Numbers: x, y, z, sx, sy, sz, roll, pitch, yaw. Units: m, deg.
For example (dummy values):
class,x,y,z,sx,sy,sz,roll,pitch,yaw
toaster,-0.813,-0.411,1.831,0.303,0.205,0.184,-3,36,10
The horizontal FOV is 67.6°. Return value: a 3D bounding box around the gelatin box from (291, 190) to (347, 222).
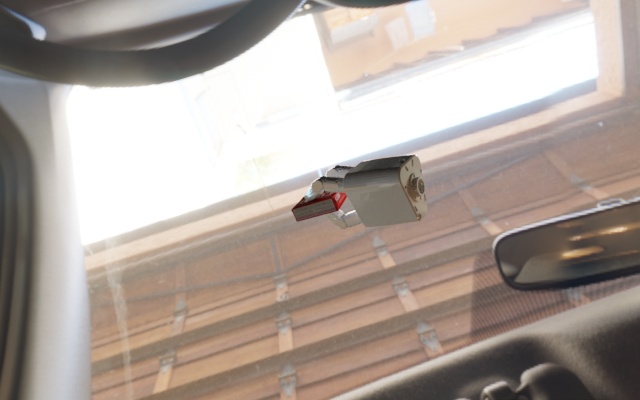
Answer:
class,x,y,z,sx,sy,sz,roll,pitch,yaw
gelatin box,0.000,0.003,0.883,0.089,0.030,0.073,-17,16,25
